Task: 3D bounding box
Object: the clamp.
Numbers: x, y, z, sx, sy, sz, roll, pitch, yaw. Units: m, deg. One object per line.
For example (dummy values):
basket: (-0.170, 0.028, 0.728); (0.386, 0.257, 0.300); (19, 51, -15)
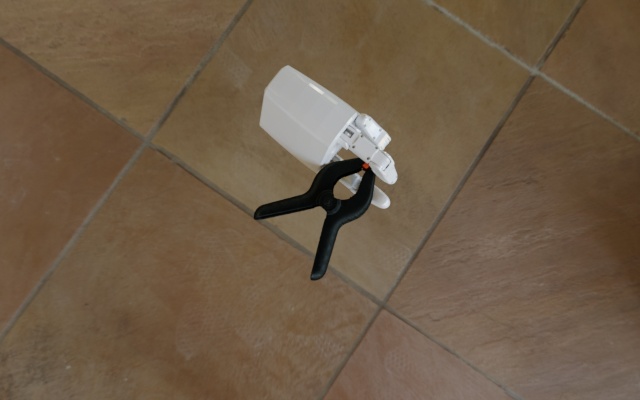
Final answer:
clamp: (0.000, 0.002, 0.610); (0.120, 0.171, 0.039); (38, -5, 3)
